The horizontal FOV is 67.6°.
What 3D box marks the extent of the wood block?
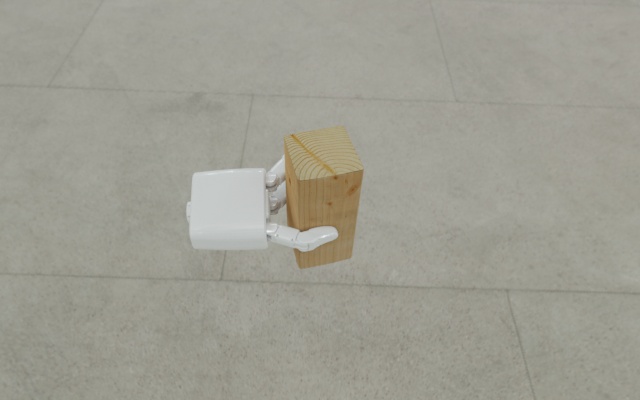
[{"bbox_3d":[0.000,0.003,0.709,0.090,0.090,0.206,-11,-39,-11],"label":"wood block"}]
